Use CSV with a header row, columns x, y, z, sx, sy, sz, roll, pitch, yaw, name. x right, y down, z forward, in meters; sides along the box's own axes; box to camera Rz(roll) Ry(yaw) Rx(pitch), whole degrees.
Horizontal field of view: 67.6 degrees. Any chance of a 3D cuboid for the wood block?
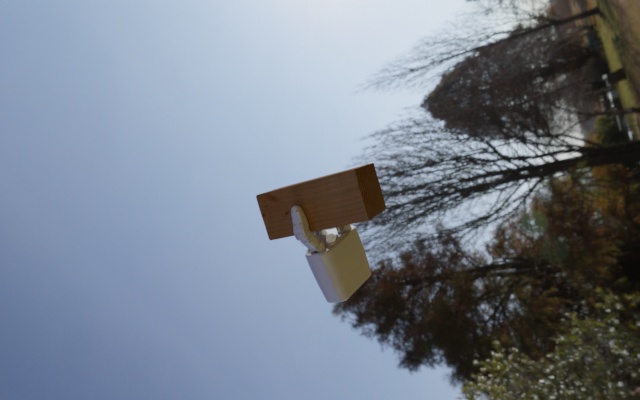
x,y,z,sx,sy,sz,roll,pitch,yaw,name
0.000,0.003,0.866,0.206,0.090,0.091,-14,5,29,wood block
